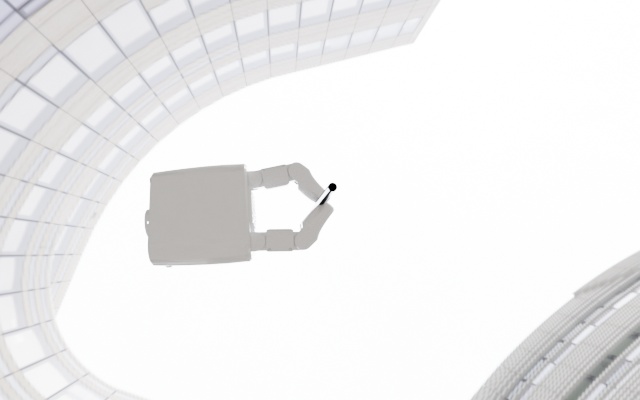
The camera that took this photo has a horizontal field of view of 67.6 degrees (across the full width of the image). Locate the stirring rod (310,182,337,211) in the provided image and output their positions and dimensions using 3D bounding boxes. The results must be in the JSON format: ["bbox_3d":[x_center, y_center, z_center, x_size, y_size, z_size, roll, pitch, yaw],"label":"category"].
[{"bbox_3d":[0.000,0.002,0.523,0.011,0.011,0.239,0,-6,-5],"label":"stirring rod"}]
